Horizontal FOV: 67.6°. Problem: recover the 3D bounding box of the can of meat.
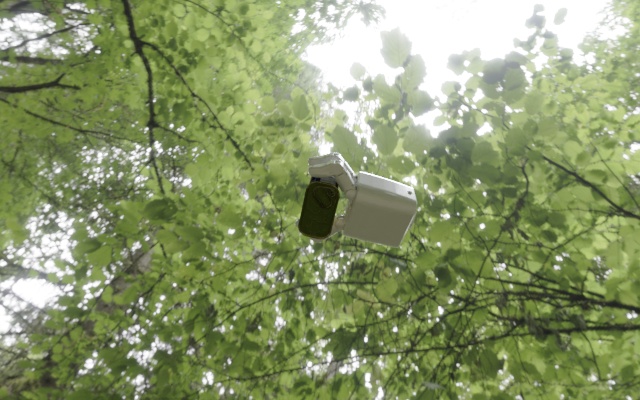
[{"bbox_3d":[0.000,0.003,0.832,0.057,0.102,0.084,13,23,0],"label":"can of meat"}]
